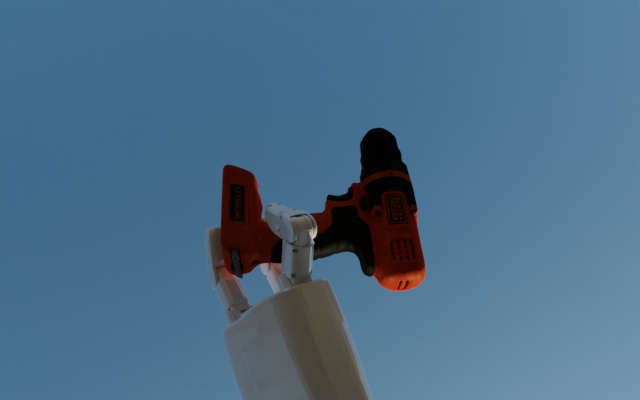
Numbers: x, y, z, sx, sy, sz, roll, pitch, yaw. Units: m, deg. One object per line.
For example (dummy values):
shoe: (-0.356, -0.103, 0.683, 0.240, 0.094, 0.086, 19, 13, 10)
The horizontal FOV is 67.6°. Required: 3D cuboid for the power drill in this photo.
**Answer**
power drill: (0.000, 0.002, 0.466, 0.187, 0.184, 0.057, -2, -37, -3)
